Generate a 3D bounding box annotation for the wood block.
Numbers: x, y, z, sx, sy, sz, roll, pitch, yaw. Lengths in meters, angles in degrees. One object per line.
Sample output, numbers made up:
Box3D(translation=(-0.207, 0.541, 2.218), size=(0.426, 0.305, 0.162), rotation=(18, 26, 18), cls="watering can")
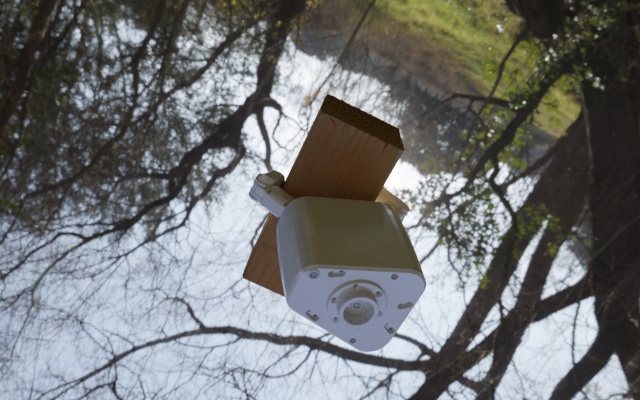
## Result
Box3D(translation=(0.000, 0.002, 0.524), size=(0.091, 0.206, 0.090), rotation=(25, 23, -6), cls="wood block")
